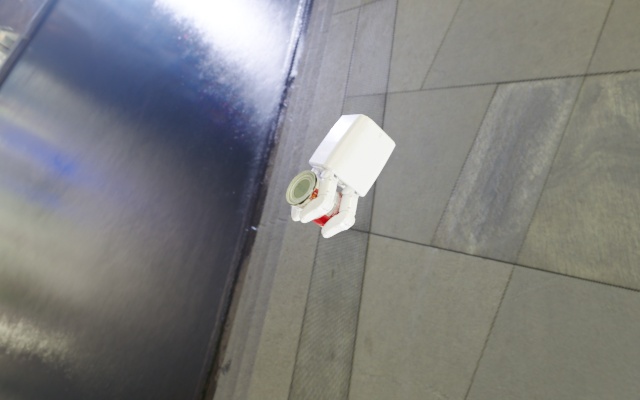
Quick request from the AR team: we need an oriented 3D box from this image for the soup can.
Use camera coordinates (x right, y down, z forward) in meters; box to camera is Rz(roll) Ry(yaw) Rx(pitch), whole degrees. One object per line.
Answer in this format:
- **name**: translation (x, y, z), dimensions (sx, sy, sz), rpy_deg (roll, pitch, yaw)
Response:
- **soup can**: translation (0.000, 0.003, 0.805), dimensions (0.068, 0.068, 0.102), rpy_deg (0, -29, 47)
